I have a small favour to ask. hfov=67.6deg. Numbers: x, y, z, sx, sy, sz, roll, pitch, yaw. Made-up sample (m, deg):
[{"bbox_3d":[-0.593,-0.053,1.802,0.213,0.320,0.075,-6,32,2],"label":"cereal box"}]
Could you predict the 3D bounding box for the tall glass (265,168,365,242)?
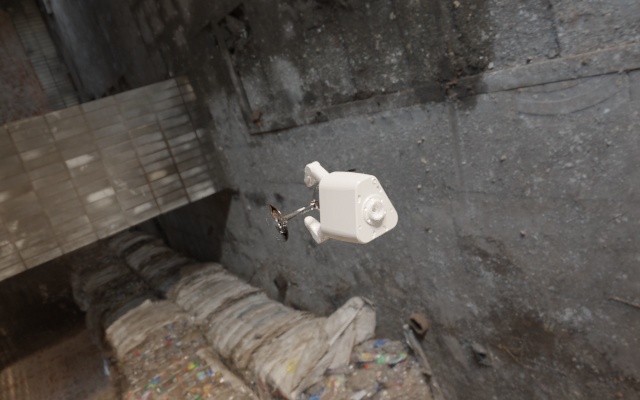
[{"bbox_3d":[-0.001,0.003,0.898,0.201,0.079,0.079,-26,13,-28],"label":"tall glass"}]
